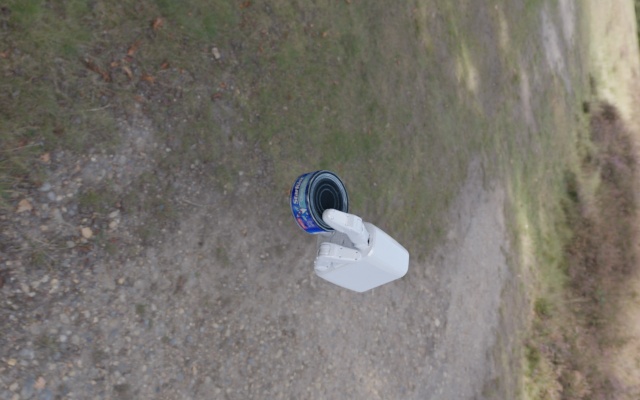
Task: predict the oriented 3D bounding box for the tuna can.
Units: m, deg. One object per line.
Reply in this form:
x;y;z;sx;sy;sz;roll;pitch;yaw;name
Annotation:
0.000;0.002;0.649;0.034;0.086;0.086;-9;-6;42;tuna can
